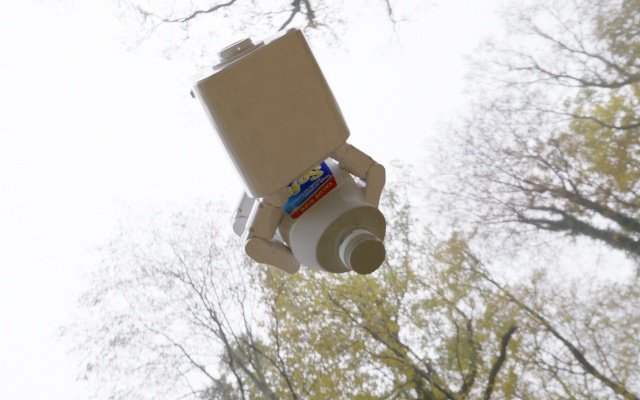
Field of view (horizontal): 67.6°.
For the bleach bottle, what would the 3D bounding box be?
[{"bbox_3d":[0.000,0.002,0.457,0.102,0.068,0.250,-30,24,-9],"label":"bleach bottle"}]
